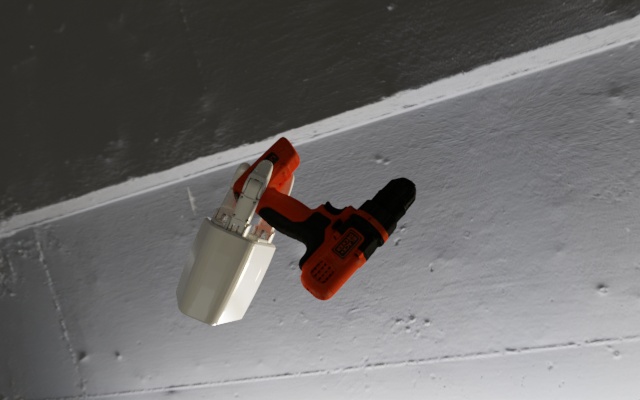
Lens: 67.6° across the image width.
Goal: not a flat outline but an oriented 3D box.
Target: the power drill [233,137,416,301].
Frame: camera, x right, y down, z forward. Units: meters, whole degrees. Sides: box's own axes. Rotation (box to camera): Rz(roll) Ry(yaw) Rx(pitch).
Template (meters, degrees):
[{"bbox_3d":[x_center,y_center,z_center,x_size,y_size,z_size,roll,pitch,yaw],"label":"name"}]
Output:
[{"bbox_3d":[0.000,0.002,0.592,0.187,0.184,0.057,38,-17,22],"label":"power drill"}]
